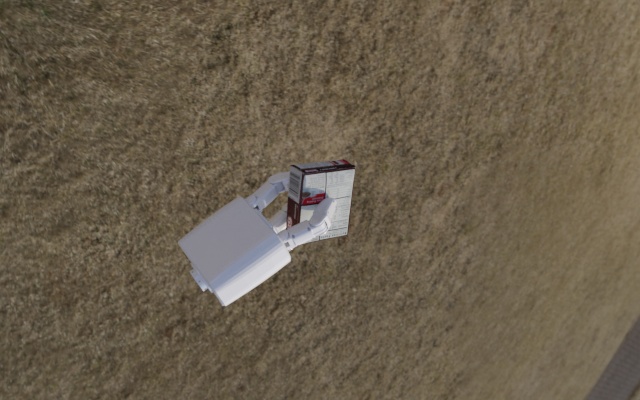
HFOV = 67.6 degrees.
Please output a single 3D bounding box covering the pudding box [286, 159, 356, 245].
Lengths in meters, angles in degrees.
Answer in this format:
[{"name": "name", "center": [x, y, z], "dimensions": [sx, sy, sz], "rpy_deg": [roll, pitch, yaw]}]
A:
[{"name": "pudding box", "center": [0.000, 0.002, 0.682], "dimensions": [0.090, 0.113, 0.039], "rpy_deg": [-9, 28, -31]}]
